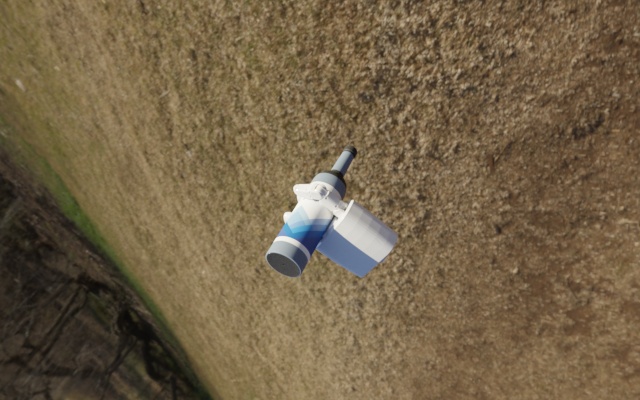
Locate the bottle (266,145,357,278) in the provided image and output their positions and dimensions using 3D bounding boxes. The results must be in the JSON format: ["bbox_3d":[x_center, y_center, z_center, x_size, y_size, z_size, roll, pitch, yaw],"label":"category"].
[{"bbox_3d":[0.000,0.003,0.865,0.069,0.295,0.069,19,-37,15],"label":"bottle"}]
